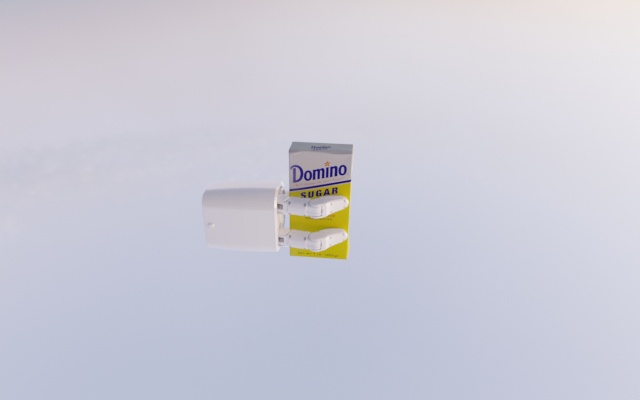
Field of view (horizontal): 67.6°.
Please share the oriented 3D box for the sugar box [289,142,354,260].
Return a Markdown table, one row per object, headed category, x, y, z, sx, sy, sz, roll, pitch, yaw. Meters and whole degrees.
| category | x | y | z | sx | sy | sz | roll | pitch | yaw |
| --- | --- | --- | --- | --- | --- | --- | --- | --- | --- |
| sugar box | 0.000 | 0.003 | 0.715 | 0.093 | 0.176 | 0.048 | 3 | 29 | 4 |
